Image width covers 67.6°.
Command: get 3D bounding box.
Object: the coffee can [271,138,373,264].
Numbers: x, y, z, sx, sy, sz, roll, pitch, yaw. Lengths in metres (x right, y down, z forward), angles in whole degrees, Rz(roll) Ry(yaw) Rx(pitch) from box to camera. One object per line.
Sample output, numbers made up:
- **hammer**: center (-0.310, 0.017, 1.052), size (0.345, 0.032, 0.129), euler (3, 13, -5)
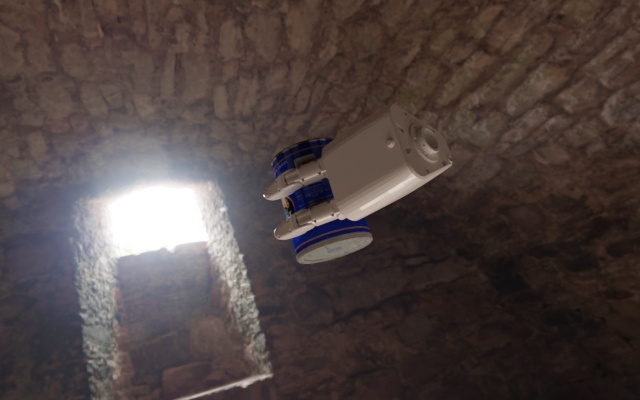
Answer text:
- **coffee can**: center (0.000, 0.002, 0.641), size (0.103, 0.140, 0.103), euler (-15, -18, -5)
